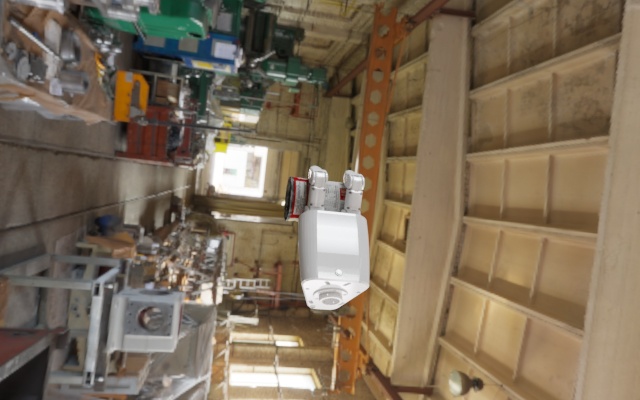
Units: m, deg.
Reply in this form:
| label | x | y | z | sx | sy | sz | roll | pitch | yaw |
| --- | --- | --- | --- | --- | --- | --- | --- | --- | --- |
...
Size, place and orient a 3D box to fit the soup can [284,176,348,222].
| label | x | y | z | sx | sy | sz | roll | pitch | yaw |
| --- | --- | --- | --- | --- | --- | --- | --- | --- | --- |
| soup can | 0.000 | 0.002 | 0.727 | 0.102 | 0.068 | 0.068 | 6 | -1 | -11 |
